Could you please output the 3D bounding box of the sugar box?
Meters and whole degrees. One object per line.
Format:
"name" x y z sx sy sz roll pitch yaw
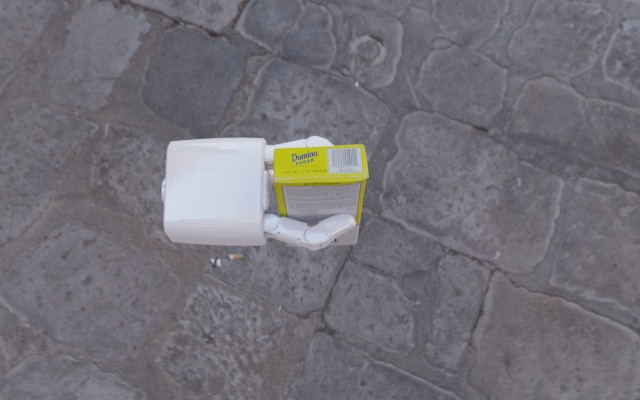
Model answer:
"sugar box" 0.000 0.001 0.543 0.093 0.048 0.176 -2 -24 -1
